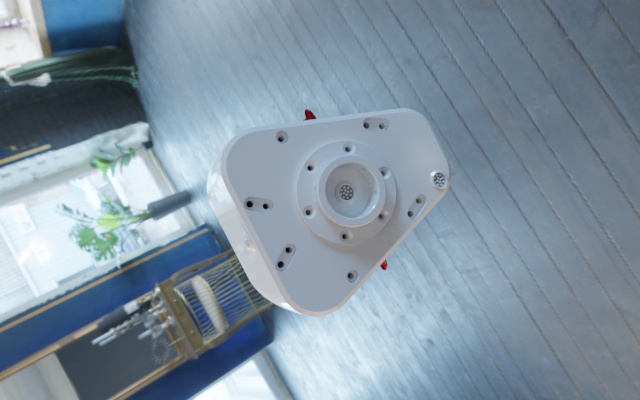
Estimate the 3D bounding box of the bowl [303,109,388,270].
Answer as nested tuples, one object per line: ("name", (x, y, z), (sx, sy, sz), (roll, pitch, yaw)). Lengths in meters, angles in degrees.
("bowl", (0.000, 0.002, 0.436), (0.055, 0.162, 0.162), (-26, 0, -1))
